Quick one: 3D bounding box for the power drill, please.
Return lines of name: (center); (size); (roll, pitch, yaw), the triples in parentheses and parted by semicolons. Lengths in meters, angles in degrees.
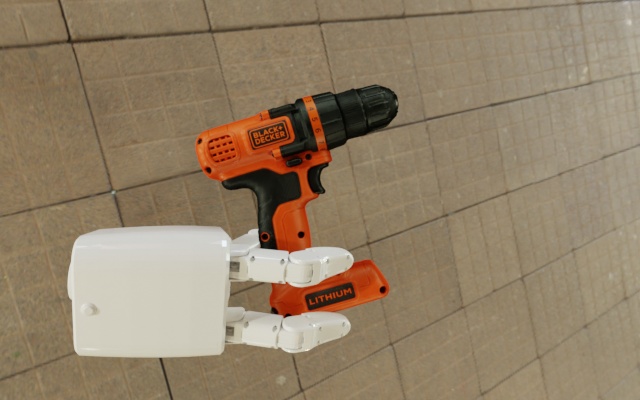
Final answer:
power drill: (0.000, 0.002, 0.426); (0.184, 0.187, 0.057); (-17, -1, 0)
